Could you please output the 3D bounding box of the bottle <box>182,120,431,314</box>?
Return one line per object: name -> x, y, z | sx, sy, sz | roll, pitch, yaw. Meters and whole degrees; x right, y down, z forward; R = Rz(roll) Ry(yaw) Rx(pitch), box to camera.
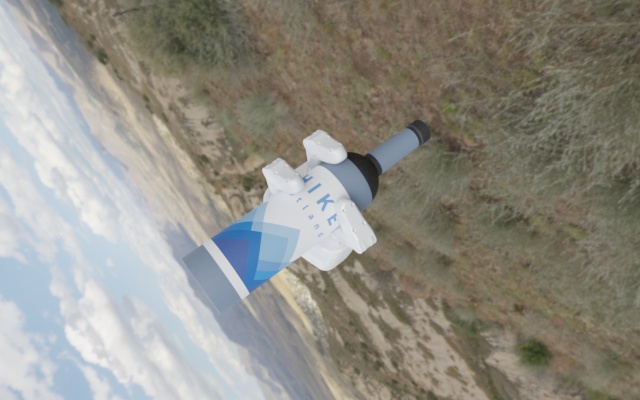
bottle -> 0.000, 0.002, 0.500 | 0.295, 0.069, 0.069 | -35, 11, -16
